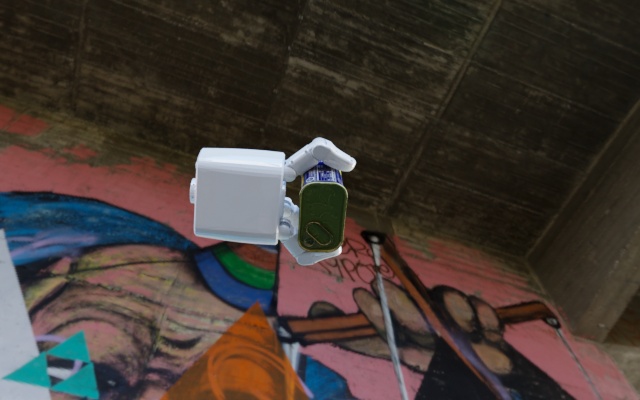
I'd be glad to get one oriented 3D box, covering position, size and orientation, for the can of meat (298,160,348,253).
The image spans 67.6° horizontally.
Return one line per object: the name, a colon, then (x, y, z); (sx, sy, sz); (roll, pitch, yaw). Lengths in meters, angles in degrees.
can of meat: (0.000, 0.002, 0.618); (0.057, 0.102, 0.084); (1, 31, -4)
